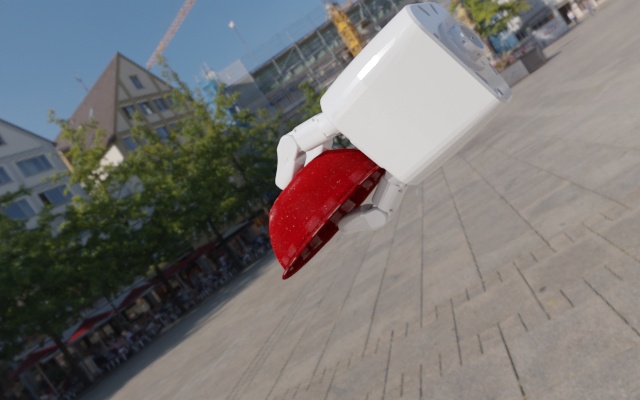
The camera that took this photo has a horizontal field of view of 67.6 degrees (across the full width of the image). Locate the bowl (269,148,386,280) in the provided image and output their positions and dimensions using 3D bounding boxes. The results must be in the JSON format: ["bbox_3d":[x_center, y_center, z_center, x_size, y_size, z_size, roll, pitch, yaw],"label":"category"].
[{"bbox_3d":[-0.001,0.002,0.476,0.055,0.162,0.162,41,7,8],"label":"bowl"}]
